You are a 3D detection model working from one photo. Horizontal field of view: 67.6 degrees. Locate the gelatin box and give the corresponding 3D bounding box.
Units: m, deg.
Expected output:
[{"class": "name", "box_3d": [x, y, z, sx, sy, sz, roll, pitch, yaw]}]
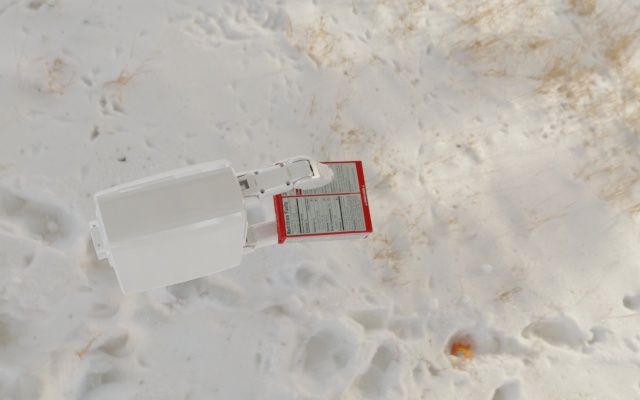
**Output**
[{"class": "gelatin box", "box_3d": [0.001, 0.001, 0.455, 0.089, 0.073, 0.030, -3, -18, -15]}]
